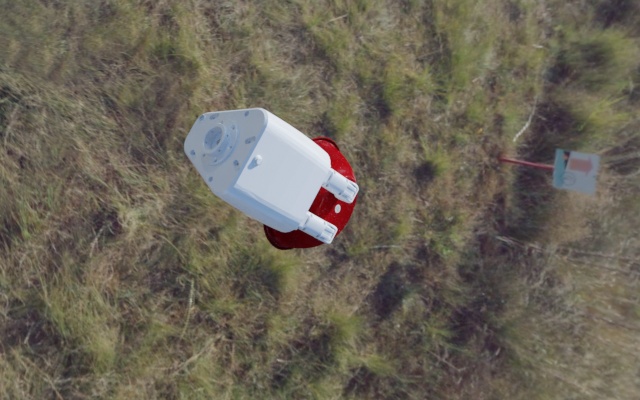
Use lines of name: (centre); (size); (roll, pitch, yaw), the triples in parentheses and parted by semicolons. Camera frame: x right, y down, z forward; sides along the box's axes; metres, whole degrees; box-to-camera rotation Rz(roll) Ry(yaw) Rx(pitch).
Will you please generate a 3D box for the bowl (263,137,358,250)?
bowl: (0.001, 0.002, 0.624); (0.055, 0.162, 0.162); (26, 13, 30)
